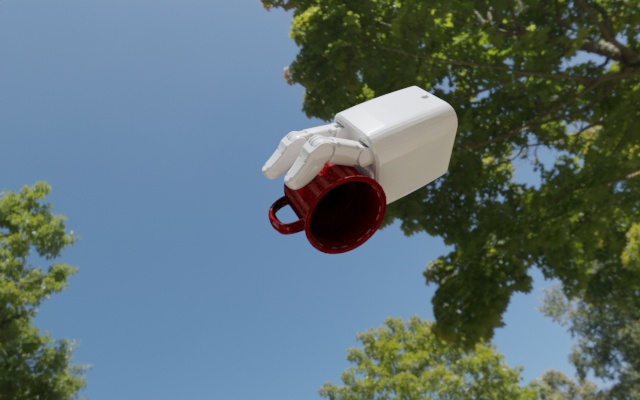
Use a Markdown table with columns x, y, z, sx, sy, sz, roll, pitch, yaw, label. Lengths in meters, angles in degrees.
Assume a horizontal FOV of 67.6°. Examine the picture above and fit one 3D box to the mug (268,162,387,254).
| x | y | z | sx | sy | sz | roll | pitch | yaw | label |
| --- | --- | --- | --- | --- | --- | --- | --- | --- | --- |
| -0.001 | 0.002 | 0.511 | 0.117 | 0.093 | 0.081 | -24 | 38 | -13 | mug |
